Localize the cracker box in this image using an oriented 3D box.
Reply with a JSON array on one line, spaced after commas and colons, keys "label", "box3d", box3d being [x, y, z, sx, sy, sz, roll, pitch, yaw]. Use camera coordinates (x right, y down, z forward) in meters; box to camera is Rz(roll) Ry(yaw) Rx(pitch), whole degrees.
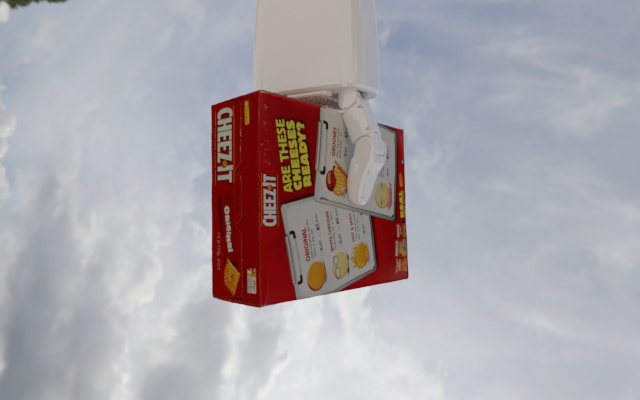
[{"label": "cracker box", "box3d": [0.000, 0.001, 0.452, 0.072, 0.164, 0.214, -4, -4, 41]}]
